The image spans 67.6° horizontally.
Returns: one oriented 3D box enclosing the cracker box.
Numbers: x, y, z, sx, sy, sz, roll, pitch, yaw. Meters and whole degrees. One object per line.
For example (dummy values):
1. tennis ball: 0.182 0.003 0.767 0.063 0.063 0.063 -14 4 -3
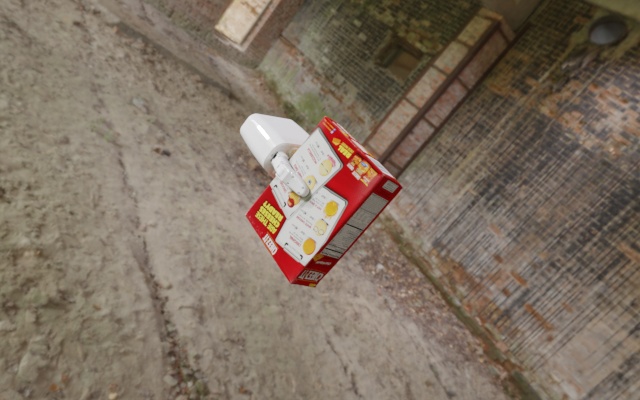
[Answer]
1. cracker box: 0.000 0.002 0.745 0.072 0.214 0.164 23 21 -49
